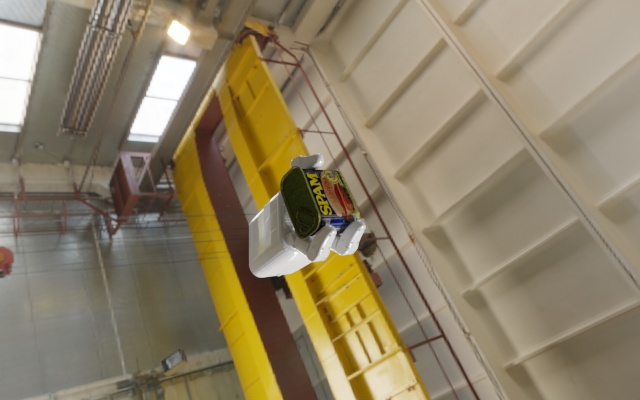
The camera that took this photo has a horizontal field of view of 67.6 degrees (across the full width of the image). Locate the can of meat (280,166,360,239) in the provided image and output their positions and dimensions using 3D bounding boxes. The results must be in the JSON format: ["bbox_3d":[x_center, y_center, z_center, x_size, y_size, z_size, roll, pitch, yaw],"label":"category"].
[{"bbox_3d":[0.000,0.002,0.695,0.084,0.102,0.057,-1,-30,-41],"label":"can of meat"}]
